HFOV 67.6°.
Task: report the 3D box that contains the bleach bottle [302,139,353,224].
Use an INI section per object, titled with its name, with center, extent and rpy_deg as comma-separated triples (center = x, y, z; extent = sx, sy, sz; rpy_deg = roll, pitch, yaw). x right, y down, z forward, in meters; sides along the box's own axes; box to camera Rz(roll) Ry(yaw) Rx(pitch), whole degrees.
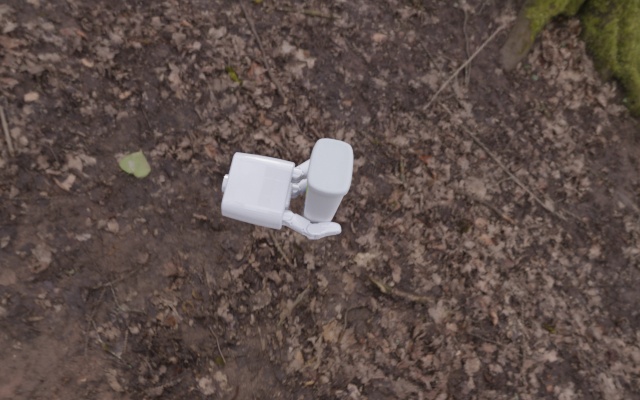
[bleach bottle]
center = 0.000, 0.003, 0.833
extent = 0.068, 0.102, 0.251
rpy_deg = 11, -29, -3
